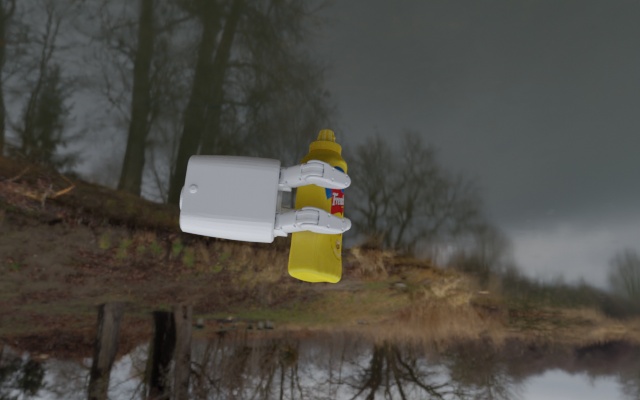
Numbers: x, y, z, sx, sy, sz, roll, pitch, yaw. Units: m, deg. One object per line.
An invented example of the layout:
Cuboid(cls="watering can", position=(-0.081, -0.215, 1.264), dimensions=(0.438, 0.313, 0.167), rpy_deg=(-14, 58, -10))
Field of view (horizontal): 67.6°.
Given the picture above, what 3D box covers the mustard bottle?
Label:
Cuboid(cls="mustard bottle", position=(0.000, 0.002, 0.595), dimensions=(0.058, 0.191, 0.096), rpy_deg=(-2, -17, 20))
